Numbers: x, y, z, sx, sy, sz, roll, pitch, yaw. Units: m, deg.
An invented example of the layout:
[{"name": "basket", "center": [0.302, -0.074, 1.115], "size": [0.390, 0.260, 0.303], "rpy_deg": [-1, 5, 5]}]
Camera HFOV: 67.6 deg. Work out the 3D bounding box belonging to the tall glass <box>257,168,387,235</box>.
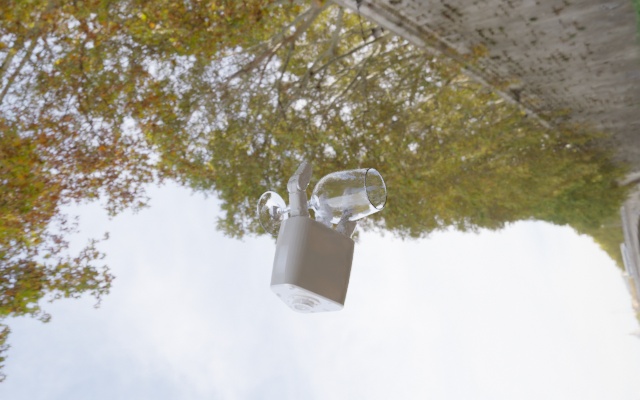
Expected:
[{"name": "tall glass", "center": [0.000, 0.002, 0.737], "size": [0.201, 0.079, 0.079], "rpy_deg": [-14, -8, 35]}]
